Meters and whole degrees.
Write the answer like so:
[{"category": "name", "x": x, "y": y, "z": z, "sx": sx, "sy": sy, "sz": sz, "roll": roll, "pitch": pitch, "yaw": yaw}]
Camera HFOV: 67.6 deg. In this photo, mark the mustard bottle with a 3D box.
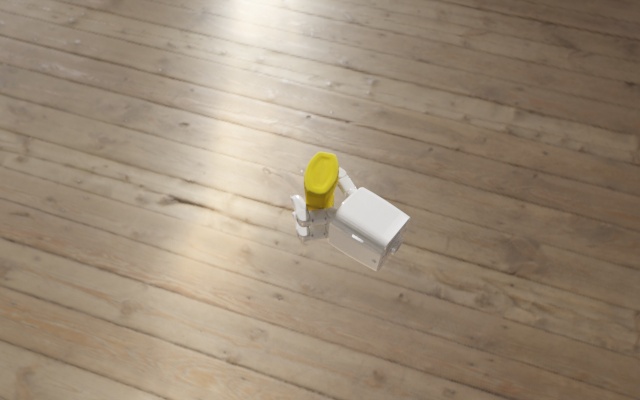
[{"category": "mustard bottle", "x": 0.000, "y": 0.003, "z": 0.887, "sx": 0.058, "sy": 0.096, "sz": 0.192, "roll": 10, "pitch": -32, "yaw": 5}]
